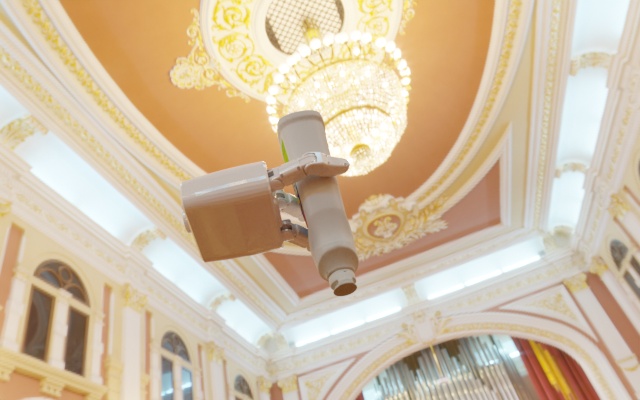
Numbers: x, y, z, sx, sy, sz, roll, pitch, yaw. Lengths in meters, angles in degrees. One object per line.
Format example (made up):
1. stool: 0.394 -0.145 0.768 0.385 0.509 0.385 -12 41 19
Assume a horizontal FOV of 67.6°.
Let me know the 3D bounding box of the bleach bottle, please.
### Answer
1. bleach bottle: 0.000 0.002 0.611 0.068 0.250 0.103 -13 -39 -4
